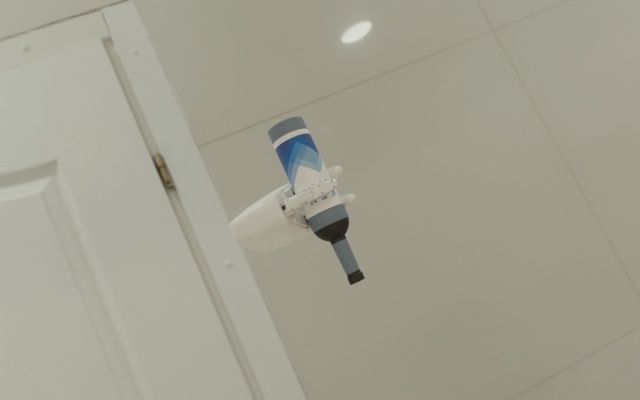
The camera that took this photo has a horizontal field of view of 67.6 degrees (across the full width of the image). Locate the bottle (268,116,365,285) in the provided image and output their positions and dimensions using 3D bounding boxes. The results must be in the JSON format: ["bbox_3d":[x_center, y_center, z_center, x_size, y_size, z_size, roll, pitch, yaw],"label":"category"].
[{"bbox_3d":[0.000,0.002,0.810,0.069,0.295,0.069,-25,-7,-3],"label":"bottle"}]
